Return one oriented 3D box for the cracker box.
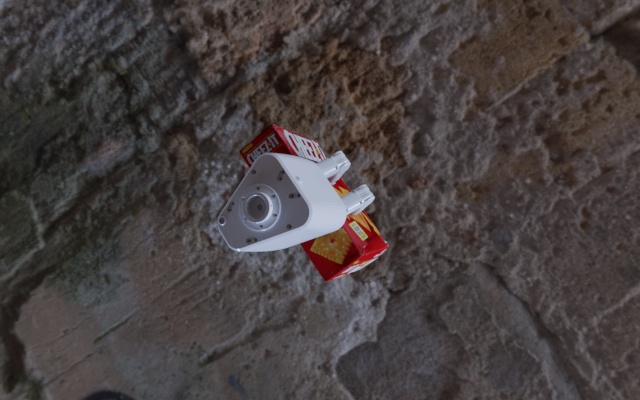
[{"bbox_3d":[0.000,0.002,0.685,0.072,0.213,0.164,-38,-14,15],"label":"cracker box"}]
